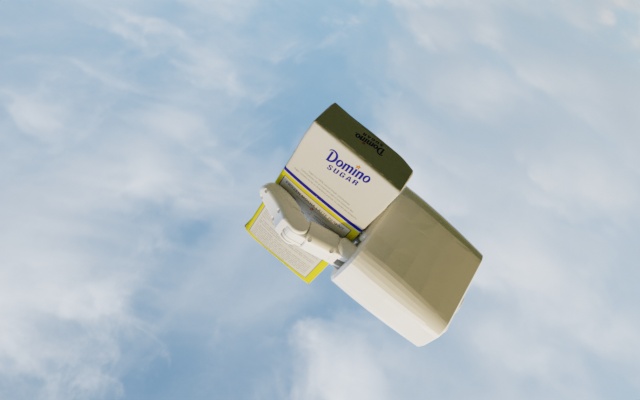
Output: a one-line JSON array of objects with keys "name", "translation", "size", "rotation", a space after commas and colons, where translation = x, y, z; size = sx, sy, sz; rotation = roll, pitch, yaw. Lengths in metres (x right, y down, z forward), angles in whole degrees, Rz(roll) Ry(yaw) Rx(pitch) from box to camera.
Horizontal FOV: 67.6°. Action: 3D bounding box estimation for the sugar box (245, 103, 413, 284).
[{"name": "sugar box", "translation": [0.000, 0.001, 0.454], "size": [0.176, 0.093, 0.048], "rotation": [-50, 0, 44]}]
